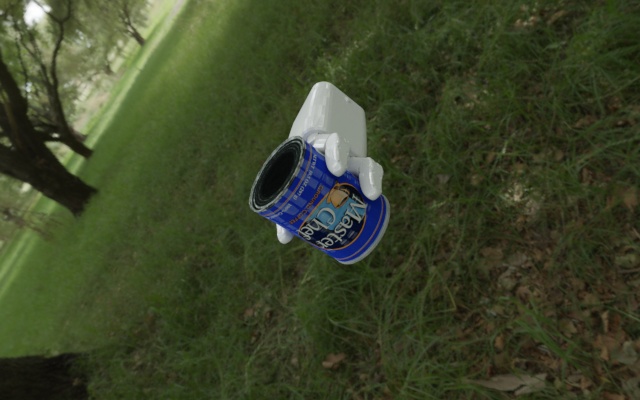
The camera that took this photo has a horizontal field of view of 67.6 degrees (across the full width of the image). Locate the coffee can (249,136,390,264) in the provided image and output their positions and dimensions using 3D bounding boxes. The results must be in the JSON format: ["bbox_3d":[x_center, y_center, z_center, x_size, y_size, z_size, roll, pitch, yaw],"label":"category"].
[{"bbox_3d":[0.000,0.002,0.582,0.140,0.102,0.103,33,-16,-27],"label":"coffee can"}]
